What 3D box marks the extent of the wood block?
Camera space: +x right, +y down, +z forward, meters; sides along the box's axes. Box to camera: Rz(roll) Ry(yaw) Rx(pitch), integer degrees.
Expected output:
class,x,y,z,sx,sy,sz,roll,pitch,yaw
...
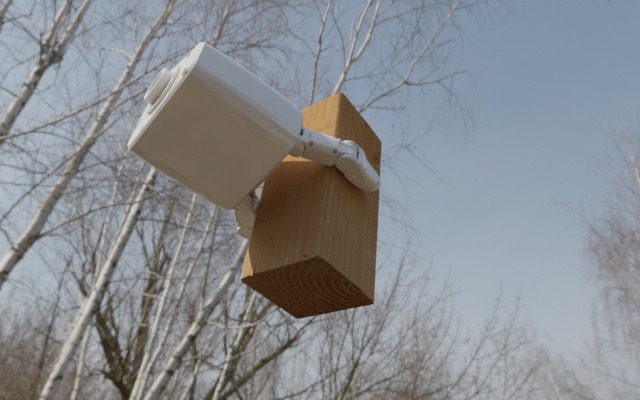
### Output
class,x,y,z,sx,sy,sz,roll,pitch,yaw
wood block,0.000,0.001,0.485,0.091,0.206,0.090,-19,-46,30
